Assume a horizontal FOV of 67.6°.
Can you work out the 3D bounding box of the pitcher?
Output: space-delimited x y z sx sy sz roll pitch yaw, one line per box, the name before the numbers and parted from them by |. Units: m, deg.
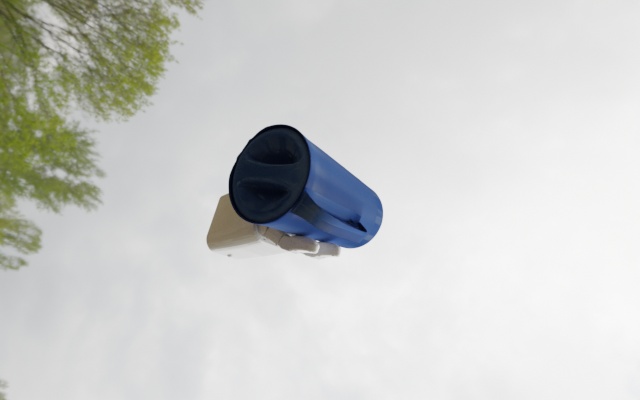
pitcher | 0.000 0.002 0.688 0.145 0.149 0.243 -14 -23 30
